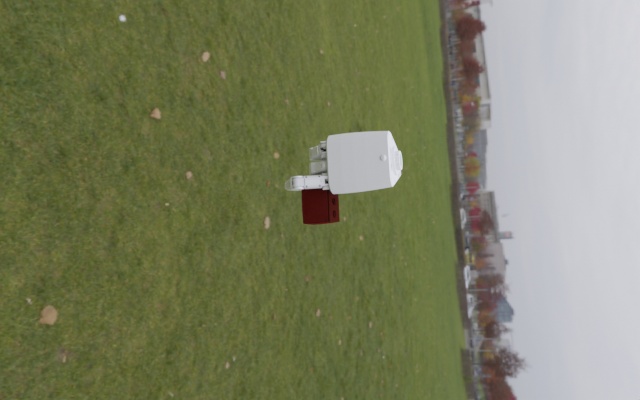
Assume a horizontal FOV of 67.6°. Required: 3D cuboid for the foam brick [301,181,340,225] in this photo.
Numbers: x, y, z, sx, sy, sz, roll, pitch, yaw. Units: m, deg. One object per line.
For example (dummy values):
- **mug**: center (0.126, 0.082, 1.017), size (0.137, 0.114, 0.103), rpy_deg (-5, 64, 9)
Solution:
- **foam brick**: center (0.000, 0.003, 0.841), size (0.051, 0.078, 0.053), rpy_deg (-4, -4, 20)
